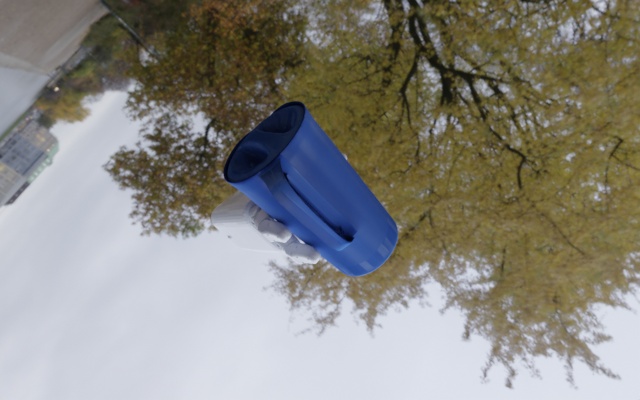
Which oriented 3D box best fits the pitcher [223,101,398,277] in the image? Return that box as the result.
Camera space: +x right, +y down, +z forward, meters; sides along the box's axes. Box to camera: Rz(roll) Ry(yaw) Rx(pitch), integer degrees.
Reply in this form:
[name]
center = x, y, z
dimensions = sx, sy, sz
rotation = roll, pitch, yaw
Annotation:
[pitcher]
center = 0.000, 0.002, 0.633
dimensions = 0.145, 0.149, 0.243
rotation = -7, -43, 47
